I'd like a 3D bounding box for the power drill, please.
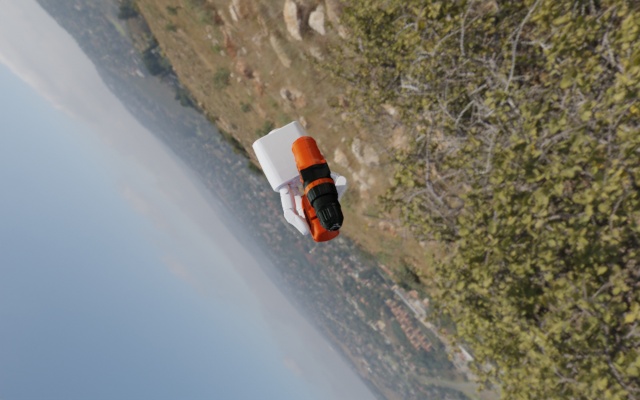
[{"bbox_3d":[0.000,0.003,0.857,0.057,0.184,0.188,-15,-29,-7],"label":"power drill"}]
